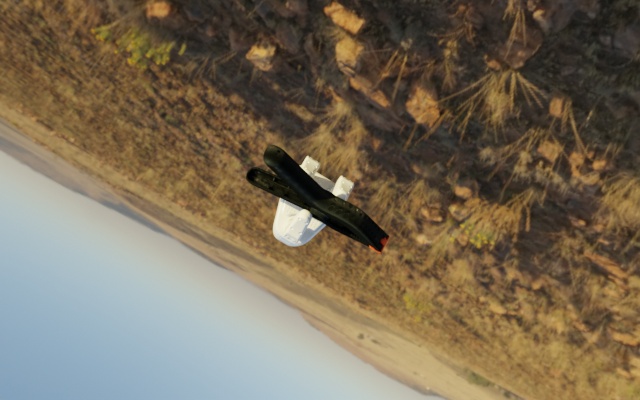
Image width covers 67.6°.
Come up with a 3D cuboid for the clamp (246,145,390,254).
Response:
[{"bbox_3d":[0.000,0.003,0.606,0.210,0.036,0.164,31,-12,-4],"label":"clamp"}]
